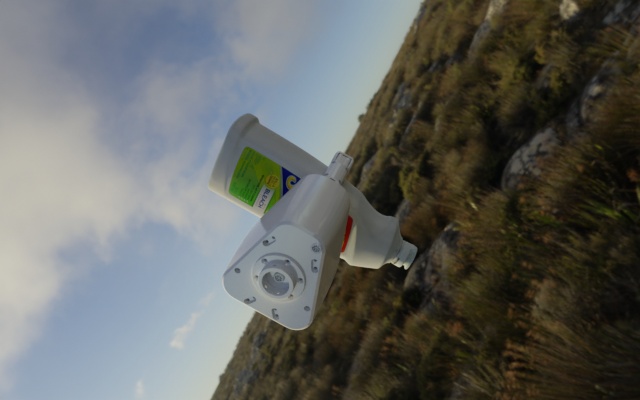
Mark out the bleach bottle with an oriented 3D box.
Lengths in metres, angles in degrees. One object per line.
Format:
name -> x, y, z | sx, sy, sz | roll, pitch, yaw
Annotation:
bleach bottle -> 0.000, 0.002, 0.557 | 0.251, 0.103, 0.068 | 28, 26, 0
